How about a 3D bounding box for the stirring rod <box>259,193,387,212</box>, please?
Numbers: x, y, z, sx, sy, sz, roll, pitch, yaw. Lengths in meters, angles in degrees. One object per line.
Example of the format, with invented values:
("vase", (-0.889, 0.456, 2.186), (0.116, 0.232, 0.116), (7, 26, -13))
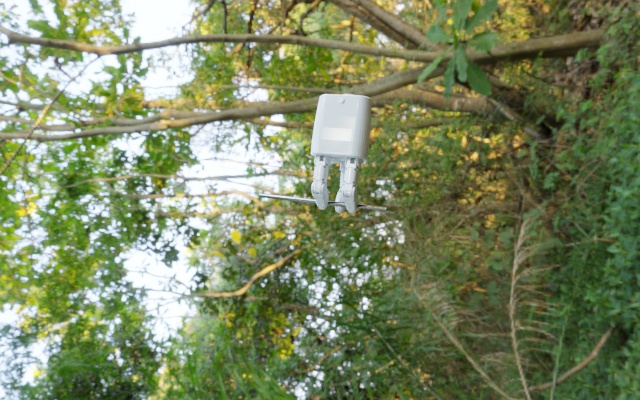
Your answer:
("stirring rod", (0.000, 0.003, 0.861), (0.239, 0.011, 0.011), (6, 2, 18))
